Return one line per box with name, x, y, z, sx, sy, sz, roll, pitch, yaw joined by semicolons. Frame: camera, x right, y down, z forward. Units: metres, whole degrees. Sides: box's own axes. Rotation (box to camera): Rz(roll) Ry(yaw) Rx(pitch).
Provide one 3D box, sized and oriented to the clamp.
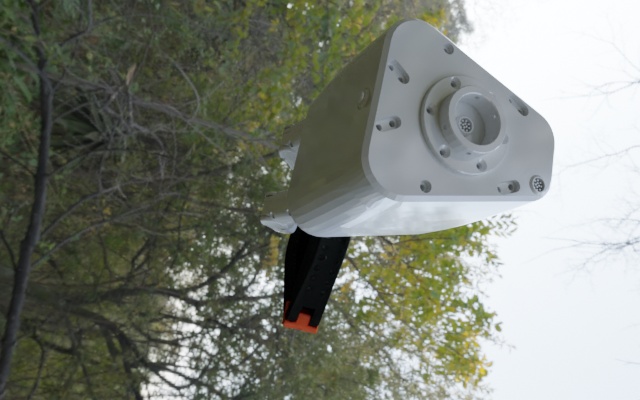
clamp;0.001;0.002;0.400;0.036;0.210;0.164;17;-16;-15
